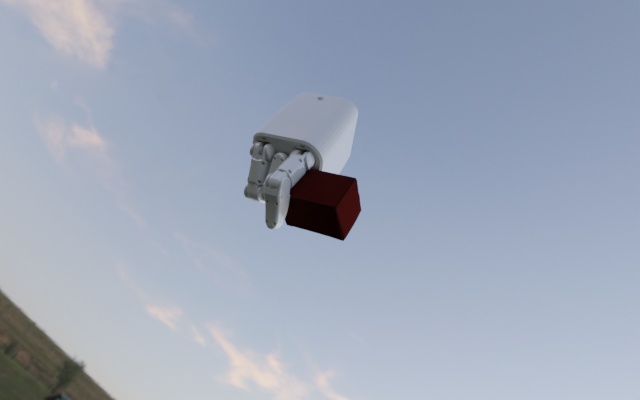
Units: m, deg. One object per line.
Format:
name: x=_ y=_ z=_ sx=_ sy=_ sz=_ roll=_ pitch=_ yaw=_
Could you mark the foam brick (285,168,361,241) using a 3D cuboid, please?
foam brick: x=0.000 y=0.002 z=0.539 sx=0.078 sy=0.053 sz=0.051 roll=15 pitch=48 yaw=27
